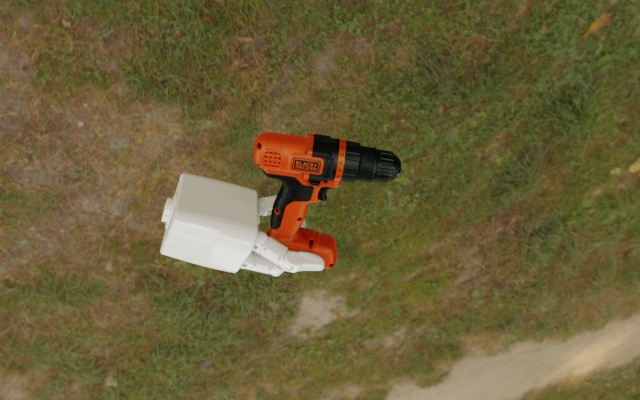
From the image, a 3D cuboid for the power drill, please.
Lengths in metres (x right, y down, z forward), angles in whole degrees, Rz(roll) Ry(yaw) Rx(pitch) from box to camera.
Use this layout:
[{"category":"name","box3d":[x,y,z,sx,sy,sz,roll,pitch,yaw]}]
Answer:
[{"category":"power drill","box3d":[0.000,0.002,0.632,0.184,0.188,0.057,9,33,-2]}]
